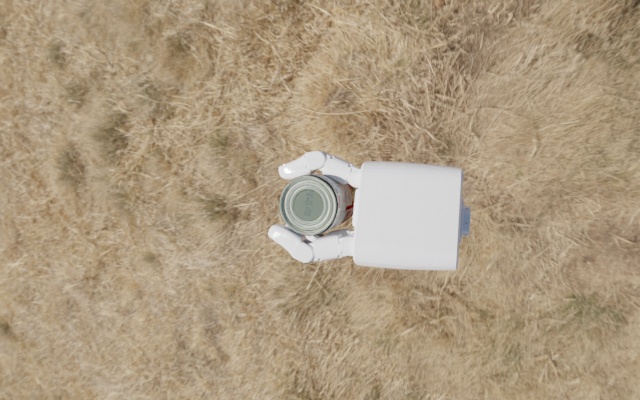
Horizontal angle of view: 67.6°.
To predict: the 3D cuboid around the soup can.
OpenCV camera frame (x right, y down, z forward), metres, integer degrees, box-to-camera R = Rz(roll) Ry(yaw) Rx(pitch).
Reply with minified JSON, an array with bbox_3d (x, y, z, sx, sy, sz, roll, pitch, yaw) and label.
[{"bbox_3d":[0.000,0.002,0.559,0.068,0.068,0.102,0,5,16],"label":"soup can"}]
